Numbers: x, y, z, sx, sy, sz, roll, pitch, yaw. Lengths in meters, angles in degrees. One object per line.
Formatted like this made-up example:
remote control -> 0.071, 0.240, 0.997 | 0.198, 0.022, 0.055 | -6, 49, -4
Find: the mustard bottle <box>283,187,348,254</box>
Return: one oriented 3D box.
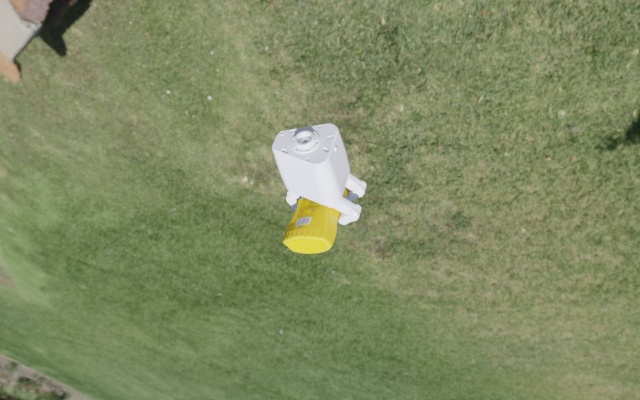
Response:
mustard bottle -> 0.000, 0.003, 0.882 | 0.096, 0.191, 0.058 | -11, -42, 38
